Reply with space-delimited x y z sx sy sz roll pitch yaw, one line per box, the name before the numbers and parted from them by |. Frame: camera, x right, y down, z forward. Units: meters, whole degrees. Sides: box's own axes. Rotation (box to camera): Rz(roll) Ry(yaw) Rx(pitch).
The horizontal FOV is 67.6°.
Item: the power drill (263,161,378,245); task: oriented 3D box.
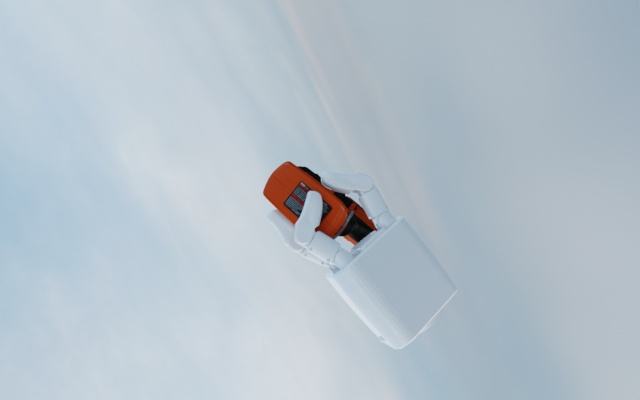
power drill | 0.000 0.002 0.629 0.184 0.057 0.188 38 8 20
